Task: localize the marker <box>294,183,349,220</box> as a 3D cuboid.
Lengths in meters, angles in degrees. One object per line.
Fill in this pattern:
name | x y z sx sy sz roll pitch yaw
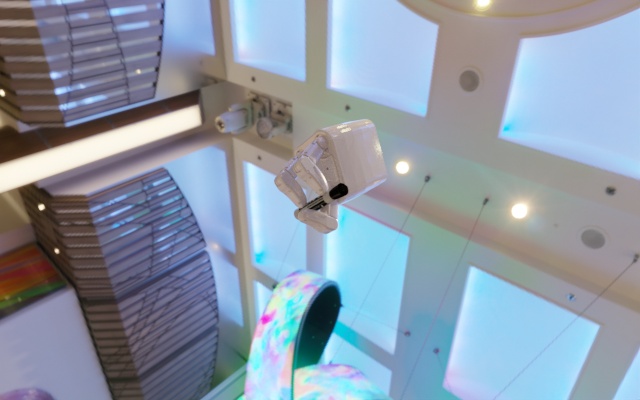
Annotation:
marker | 0.000 0.002 0.687 0.020 0.020 0.121 0 -19 -36
